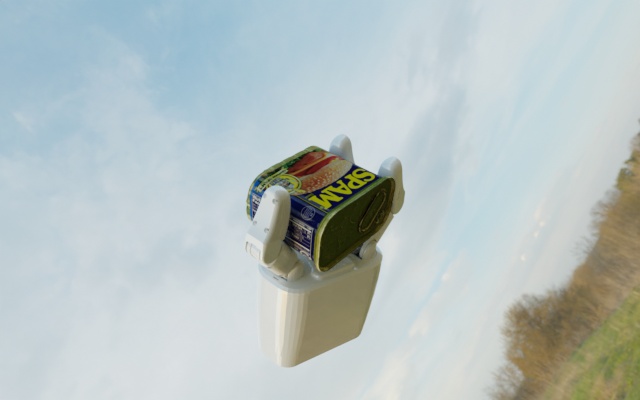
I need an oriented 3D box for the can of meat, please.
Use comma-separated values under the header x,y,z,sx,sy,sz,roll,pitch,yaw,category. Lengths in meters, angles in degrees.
x,y,z,sx,sy,sz,roll,pitch,yaw,category
0.000,0.001,0.407,0.084,0.057,0.102,29,42,30,can of meat
